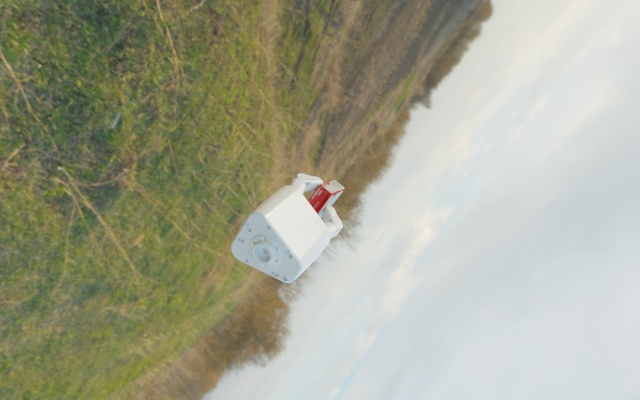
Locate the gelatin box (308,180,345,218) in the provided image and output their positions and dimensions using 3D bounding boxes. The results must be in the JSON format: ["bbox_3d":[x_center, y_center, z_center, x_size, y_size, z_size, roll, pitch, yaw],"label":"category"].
[{"bbox_3d":[0.001,0.003,0.832,0.030,0.073,0.089,41,18,8],"label":"gelatin box"}]
